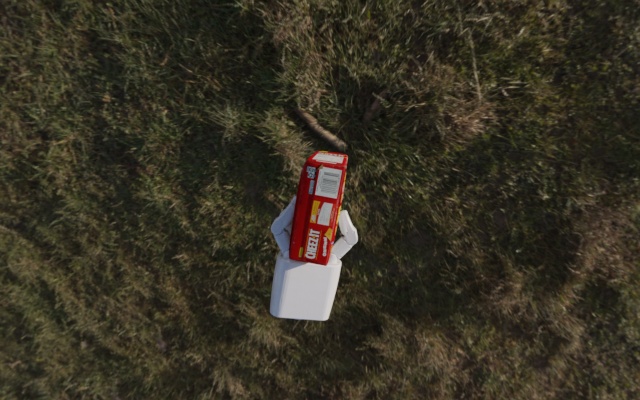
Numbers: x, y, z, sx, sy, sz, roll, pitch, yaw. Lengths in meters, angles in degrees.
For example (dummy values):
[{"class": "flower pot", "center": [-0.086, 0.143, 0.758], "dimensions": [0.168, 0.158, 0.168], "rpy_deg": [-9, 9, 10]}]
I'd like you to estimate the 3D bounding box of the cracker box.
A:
[{"class": "cracker box", "center": [0.000, 0.003, 0.839], "dimensions": [0.072, 0.164, 0.213], "rpy_deg": [10, 10, 2]}]
